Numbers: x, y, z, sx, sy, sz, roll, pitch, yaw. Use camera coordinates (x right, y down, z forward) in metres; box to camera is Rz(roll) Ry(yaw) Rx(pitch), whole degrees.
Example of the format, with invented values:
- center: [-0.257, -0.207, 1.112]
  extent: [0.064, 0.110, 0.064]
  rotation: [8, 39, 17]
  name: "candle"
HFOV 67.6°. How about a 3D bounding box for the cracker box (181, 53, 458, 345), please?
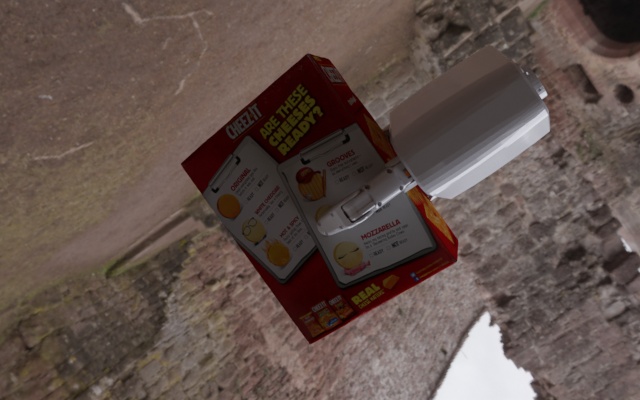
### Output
- center: [0.000, 0.002, 0.449]
  extent: [0.164, 0.213, 0.072]
  rotation: [-35, 1, 21]
  name: "cracker box"
